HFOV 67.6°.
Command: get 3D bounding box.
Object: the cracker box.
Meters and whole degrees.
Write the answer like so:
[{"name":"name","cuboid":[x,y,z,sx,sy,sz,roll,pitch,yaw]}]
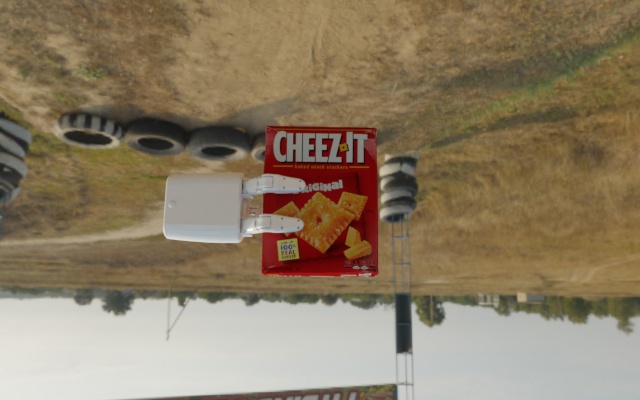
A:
[{"name":"cracker box","cuboid":[0.000,0.002,0.693,0.164,0.213,0.072,1,-10,-1]}]
